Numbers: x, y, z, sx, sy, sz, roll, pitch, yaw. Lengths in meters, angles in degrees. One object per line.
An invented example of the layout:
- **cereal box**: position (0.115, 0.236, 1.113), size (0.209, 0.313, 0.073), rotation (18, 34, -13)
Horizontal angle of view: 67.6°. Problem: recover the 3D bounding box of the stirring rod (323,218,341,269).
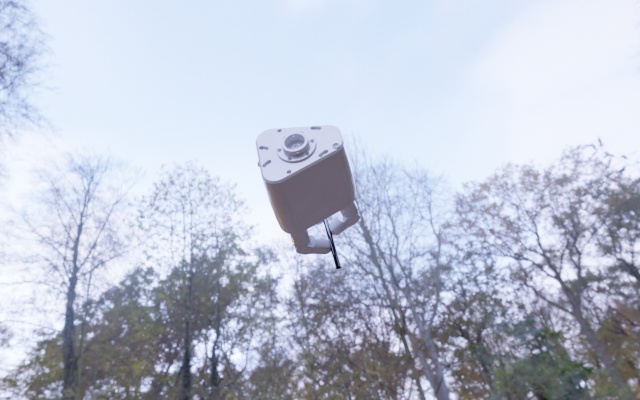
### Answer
- **stirring rod**: position (0.000, 0.002, 0.738), size (0.011, 0.239, 0.011), rotation (-9, -39, -8)
